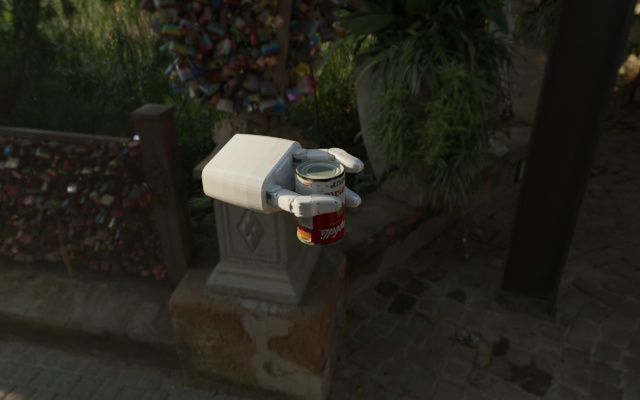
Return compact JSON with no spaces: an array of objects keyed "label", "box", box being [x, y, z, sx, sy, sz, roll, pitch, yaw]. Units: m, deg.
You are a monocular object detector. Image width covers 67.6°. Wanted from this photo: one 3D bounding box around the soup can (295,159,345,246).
[{"label":"soup can","box":[0.000,0.002,0.659,0.068,0.102,0.068,0,28,0]}]
